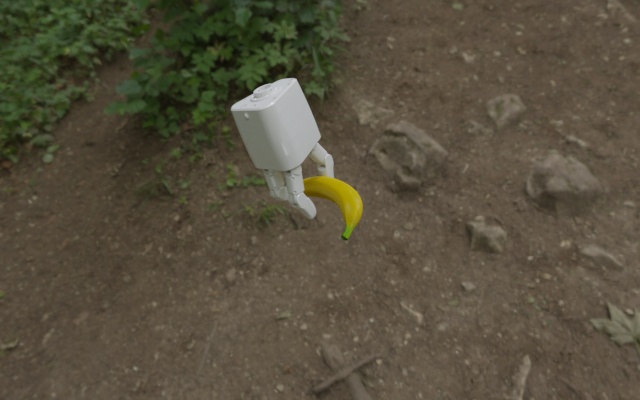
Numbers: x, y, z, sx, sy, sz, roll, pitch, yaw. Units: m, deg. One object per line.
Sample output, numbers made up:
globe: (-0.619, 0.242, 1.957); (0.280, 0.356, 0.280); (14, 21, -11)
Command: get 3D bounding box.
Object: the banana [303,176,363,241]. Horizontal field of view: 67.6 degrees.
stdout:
banana: (0.017, -0.006, 0.780); (0.069, 0.037, 0.197); (-32, 33, -11)
